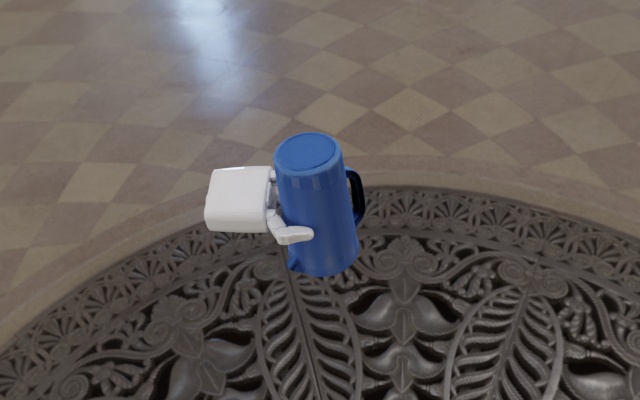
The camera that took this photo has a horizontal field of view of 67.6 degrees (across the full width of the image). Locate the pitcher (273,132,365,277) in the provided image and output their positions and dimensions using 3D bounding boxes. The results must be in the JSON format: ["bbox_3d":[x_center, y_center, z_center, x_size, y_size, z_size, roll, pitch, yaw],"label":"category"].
[{"bbox_3d":[0.000,0.003,0.820,0.145,0.243,0.149,-1,44,8],"label":"pitcher"}]
